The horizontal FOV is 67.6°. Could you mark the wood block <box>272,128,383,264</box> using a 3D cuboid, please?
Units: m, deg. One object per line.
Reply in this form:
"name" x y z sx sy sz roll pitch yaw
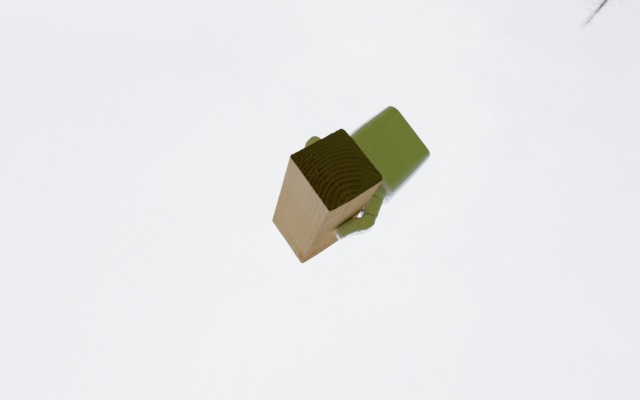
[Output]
"wood block" 0.001 0.002 0.683 0.090 0.091 0.206 -31 -15 -23
